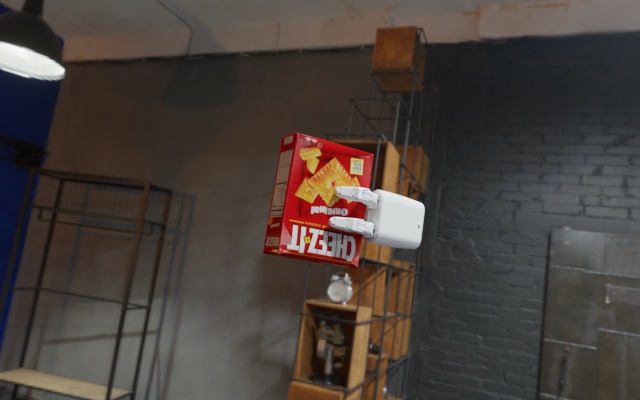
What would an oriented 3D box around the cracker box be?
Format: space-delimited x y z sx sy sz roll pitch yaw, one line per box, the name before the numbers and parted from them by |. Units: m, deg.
cracker box | 0.000 0.003 0.854 0.164 0.213 0.072 13 -10 -28
